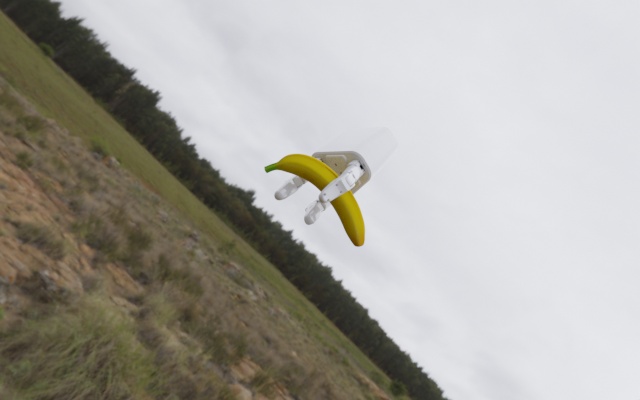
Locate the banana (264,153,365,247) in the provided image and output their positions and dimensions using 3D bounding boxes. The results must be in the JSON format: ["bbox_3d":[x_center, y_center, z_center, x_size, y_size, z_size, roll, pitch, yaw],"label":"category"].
[{"bbox_3d":[0.008,-0.013,0.745,0.198,0.070,0.037,40,25,1],"label":"banana"}]
